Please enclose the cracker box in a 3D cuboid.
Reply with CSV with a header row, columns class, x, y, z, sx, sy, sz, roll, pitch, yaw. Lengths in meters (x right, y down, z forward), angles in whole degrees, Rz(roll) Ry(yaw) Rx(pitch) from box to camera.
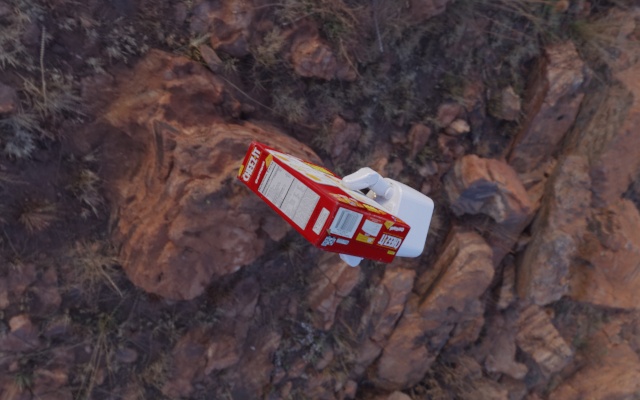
class,x,y,z,sx,sy,sz,roll,pitch,yaw
cracker box,0.000,0.002,0.696,0.164,0.072,0.213,17,14,-45
